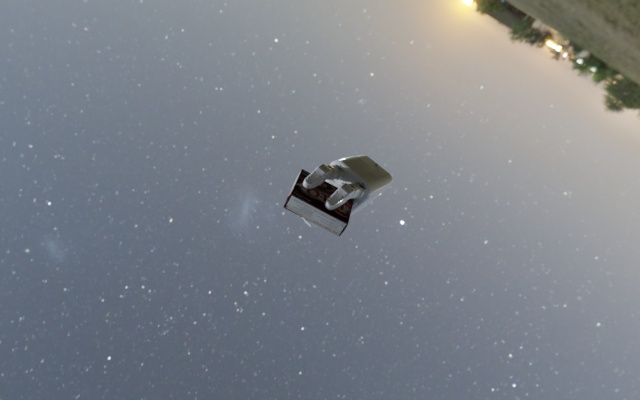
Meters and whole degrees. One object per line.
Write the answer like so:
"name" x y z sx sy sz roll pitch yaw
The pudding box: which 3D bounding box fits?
"pudding box" 0.000 0.003 0.840 0.113 0.039 0.090 26 32 -5
